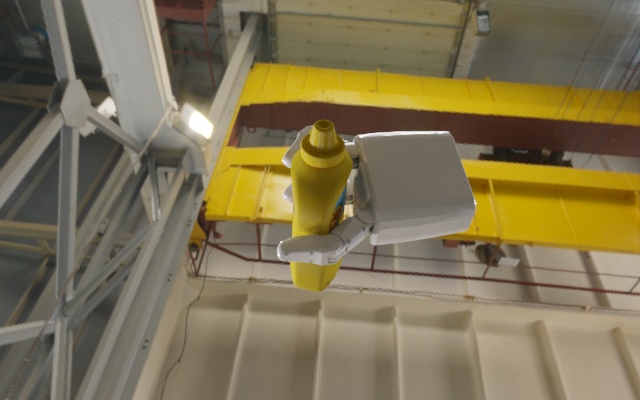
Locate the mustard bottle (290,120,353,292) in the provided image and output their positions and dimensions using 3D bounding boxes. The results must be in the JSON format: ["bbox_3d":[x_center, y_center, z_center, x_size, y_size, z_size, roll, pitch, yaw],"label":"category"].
[{"bbox_3d":[0.000,0.002,0.486,0.058,0.192,0.096,12,46,8],"label":"mustard bottle"}]
